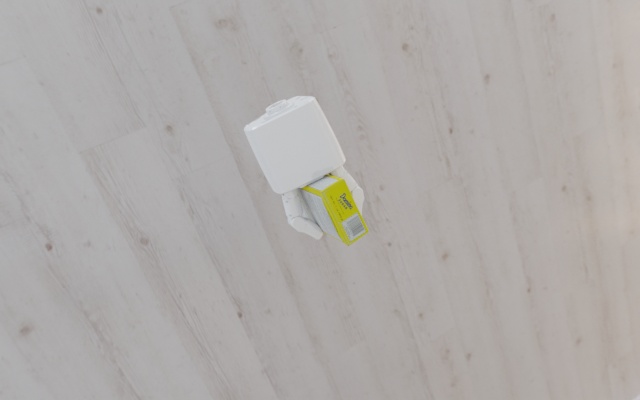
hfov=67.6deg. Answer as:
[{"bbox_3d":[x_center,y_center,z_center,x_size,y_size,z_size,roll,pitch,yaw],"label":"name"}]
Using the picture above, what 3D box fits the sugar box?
[{"bbox_3d":[0.001,0.002,0.738,0.048,0.093,0.176,-31,22,-14],"label":"sugar box"}]
